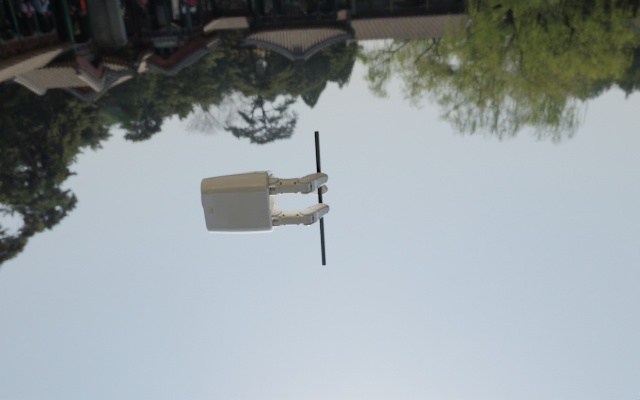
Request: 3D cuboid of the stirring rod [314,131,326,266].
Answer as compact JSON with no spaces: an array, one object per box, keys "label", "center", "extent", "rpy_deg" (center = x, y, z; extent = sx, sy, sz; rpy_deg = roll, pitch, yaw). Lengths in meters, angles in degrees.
[{"label":"stirring rod","center":[0.000,0.003,0.796],"extent":[0.011,0.240,0.011],"rpy_deg":[-3,23,1]}]
